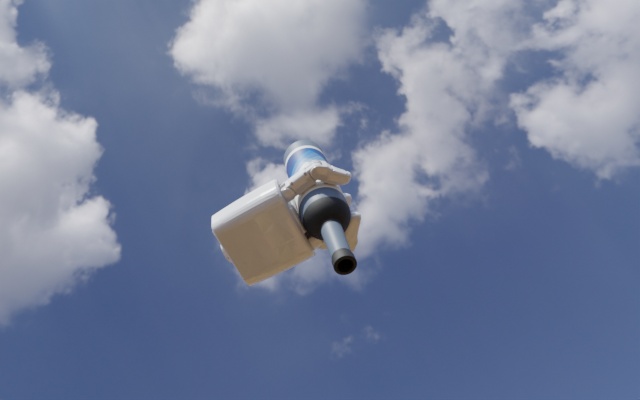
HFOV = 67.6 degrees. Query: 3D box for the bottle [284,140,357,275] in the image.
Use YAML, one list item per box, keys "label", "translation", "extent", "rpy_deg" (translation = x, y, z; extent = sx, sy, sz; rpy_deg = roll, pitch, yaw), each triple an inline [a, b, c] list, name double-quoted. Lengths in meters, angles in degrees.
- label: "bottle"
  translation: [0.000, 0.002, 0.664]
  extent: [0.069, 0.069, 0.295]
  rpy_deg: [0, 29, -13]
